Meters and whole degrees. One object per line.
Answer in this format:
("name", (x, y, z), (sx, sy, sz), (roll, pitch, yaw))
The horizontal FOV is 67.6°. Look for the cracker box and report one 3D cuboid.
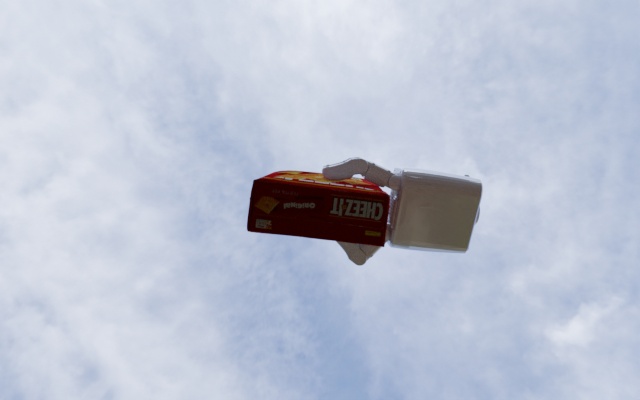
("cracker box", (0.000, 0.002, 0.655), (0.164, 0.072, 0.213), (6, 6, 0))
